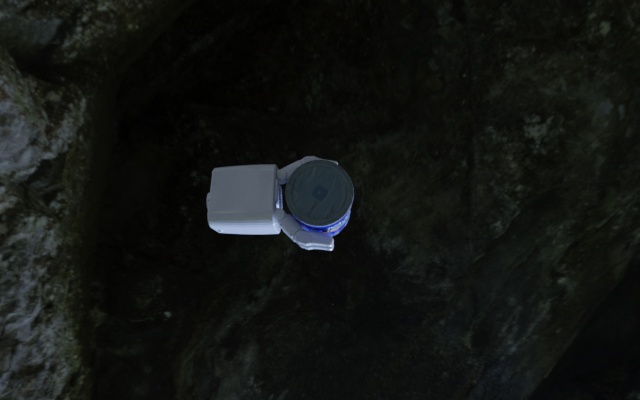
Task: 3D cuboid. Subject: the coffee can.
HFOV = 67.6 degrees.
[{"bbox_3d":[0.000,0.002,0.779,0.103,0.102,0.140,0,-12,1],"label":"coffee can"}]
